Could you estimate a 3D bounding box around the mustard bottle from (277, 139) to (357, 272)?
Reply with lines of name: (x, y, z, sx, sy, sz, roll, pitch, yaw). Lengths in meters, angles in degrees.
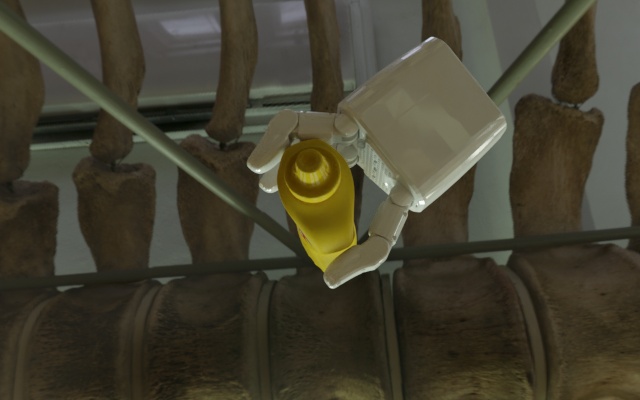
mustard bottle: (0.000, 0.002, 0.413, 0.058, 0.096, 0.192, -15, -18, -1)
